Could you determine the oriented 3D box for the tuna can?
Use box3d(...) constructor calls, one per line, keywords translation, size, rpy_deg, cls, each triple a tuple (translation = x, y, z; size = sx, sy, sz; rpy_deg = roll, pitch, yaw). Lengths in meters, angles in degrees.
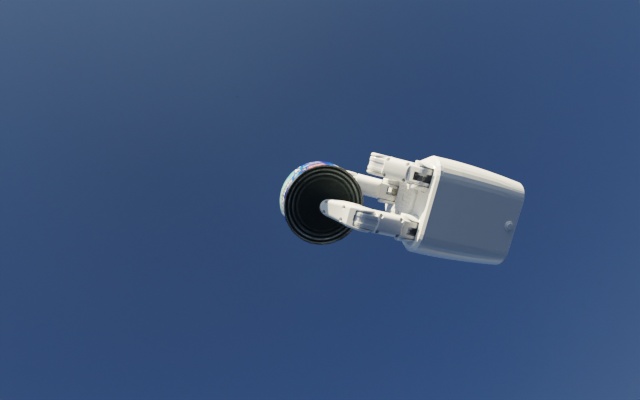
box3d(translation=(0.000, 0.002, 0.511), size=(0.086, 0.086, 0.033), rpy_deg=(0, 13, -15), cls="tuna can")
